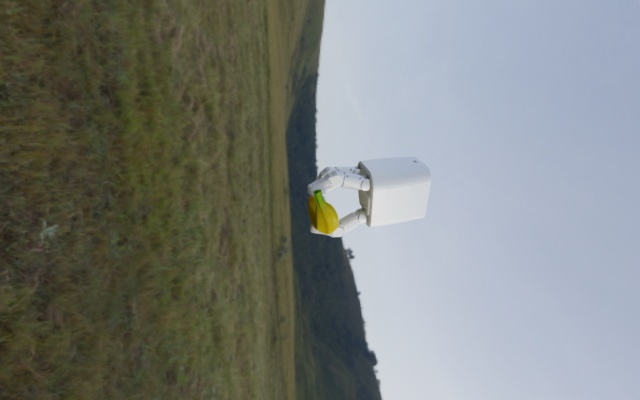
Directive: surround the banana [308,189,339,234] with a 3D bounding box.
[{"bbox_3d":[0.004,0.021,0.776,0.037,0.069,0.198,-10,-2,-6],"label":"banana"}]
